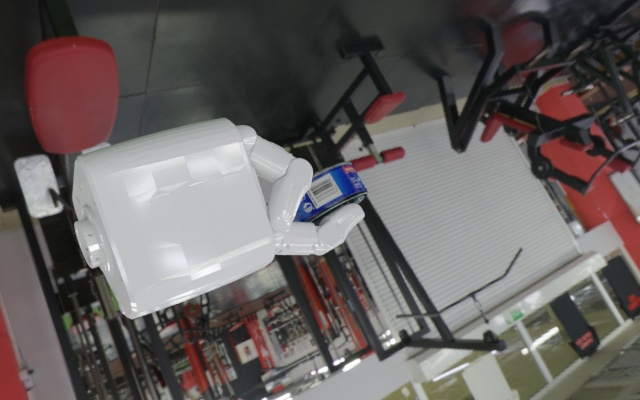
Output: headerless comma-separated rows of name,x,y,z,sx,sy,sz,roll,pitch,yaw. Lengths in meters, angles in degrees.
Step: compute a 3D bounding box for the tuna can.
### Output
tuna can,0.000,0.002,0.437,0.086,0.033,0.086,-30,-10,-6
